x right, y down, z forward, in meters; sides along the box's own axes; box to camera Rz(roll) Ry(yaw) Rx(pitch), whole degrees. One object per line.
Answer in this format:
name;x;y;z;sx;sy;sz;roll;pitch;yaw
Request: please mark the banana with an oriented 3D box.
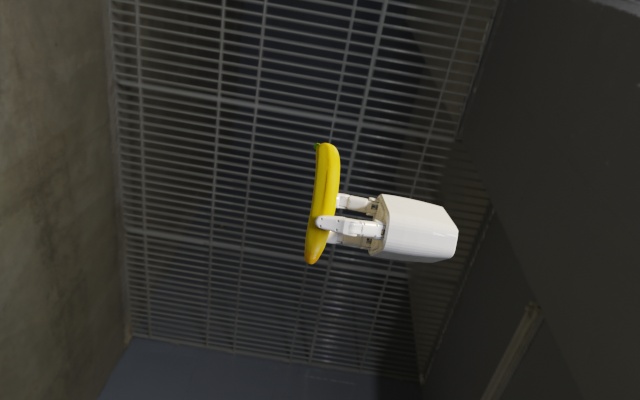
banana;0.004;-0.007;0.704;0.037;0.197;0.070;9;-21;-9
